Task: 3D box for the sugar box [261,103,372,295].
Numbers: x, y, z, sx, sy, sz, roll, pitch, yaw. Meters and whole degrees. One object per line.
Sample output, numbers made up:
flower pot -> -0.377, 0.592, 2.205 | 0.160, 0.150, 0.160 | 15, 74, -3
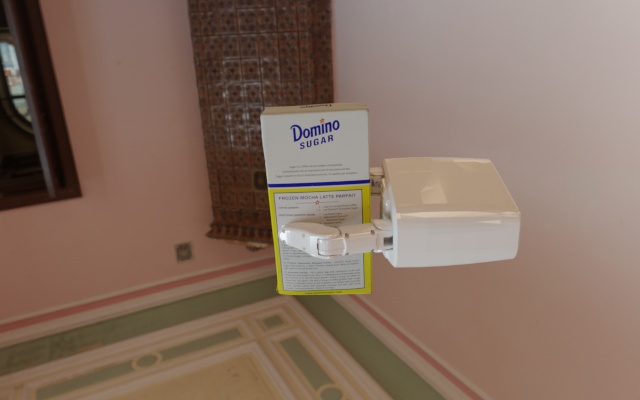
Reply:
sugar box -> 0.000, 0.001, 0.442 | 0.093, 0.176, 0.048 | -2, 19, 2
